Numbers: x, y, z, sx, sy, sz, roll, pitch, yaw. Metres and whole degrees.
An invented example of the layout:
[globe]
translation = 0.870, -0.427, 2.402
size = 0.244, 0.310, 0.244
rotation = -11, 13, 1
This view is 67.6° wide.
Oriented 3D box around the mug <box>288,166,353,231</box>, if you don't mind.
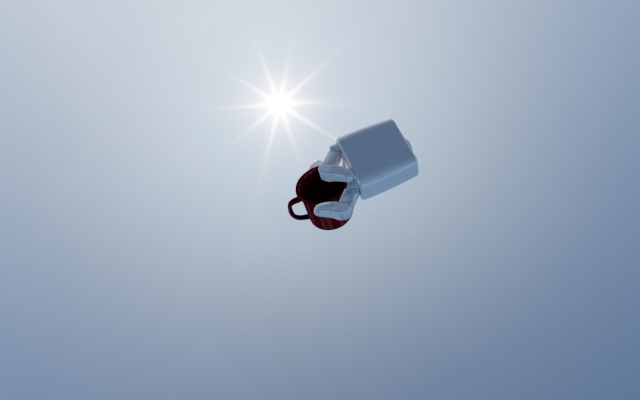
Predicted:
[mug]
translation = -0.001, 0.003, 0.835
size = 0.117, 0.093, 0.082
rotation = -22, -44, -2
